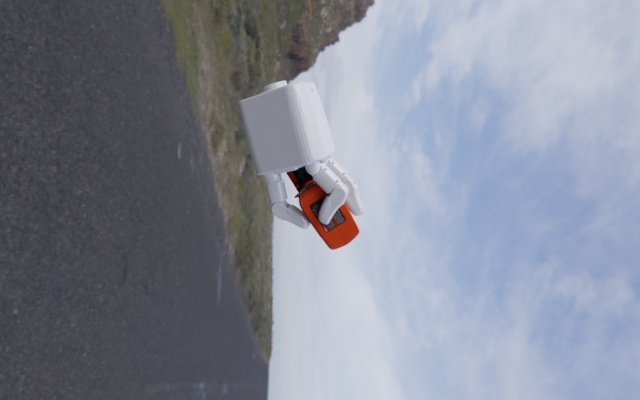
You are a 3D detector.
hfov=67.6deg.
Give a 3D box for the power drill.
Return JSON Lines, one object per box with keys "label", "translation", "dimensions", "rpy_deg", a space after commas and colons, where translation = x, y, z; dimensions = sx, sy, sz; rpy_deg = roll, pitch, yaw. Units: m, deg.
{"label": "power drill", "translation": [0.000, 0.002, 0.758], "dimensions": [0.057, 0.184, 0.187], "rpy_deg": [-35, 26, 0]}
